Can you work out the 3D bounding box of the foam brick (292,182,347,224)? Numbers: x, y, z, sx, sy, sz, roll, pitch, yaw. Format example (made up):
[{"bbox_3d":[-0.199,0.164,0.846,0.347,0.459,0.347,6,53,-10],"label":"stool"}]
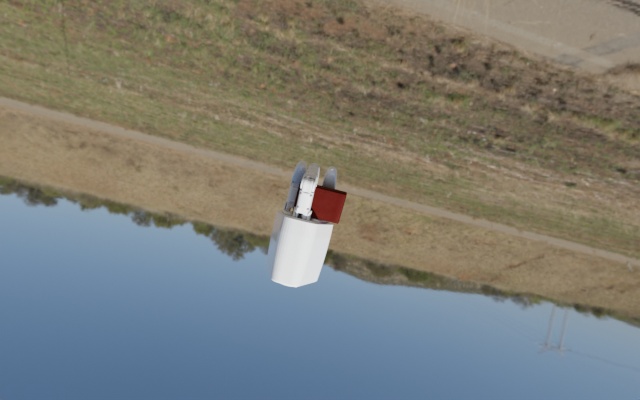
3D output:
[{"bbox_3d":[0.000,0.003,0.777,0.078,0.051,0.053,14,4,4],"label":"foam brick"}]
